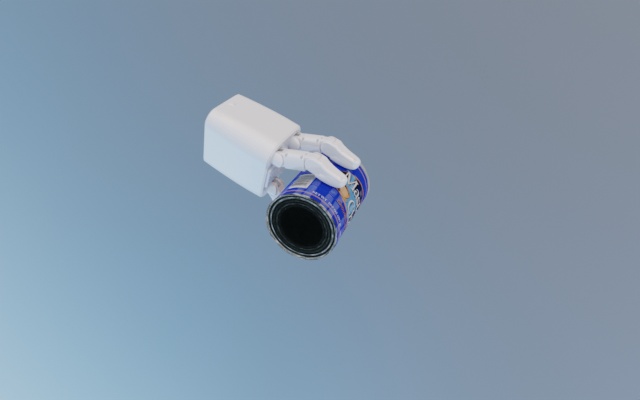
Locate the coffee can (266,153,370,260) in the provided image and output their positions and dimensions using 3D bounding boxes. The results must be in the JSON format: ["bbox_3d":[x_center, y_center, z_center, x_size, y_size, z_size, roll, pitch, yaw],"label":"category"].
[{"bbox_3d":[0.000,0.002,0.678,0.103,0.103,0.140,0,29,26],"label":"coffee can"}]
